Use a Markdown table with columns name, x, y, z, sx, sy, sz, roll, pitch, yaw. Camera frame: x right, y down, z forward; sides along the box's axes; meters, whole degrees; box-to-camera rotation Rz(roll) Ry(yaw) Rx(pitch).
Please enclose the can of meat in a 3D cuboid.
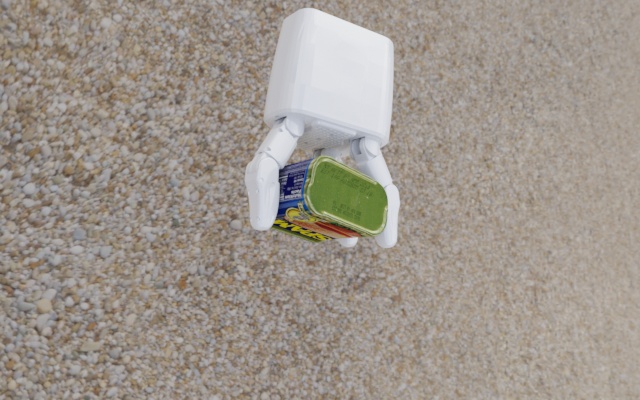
| name | x | y | z | sx | sy | sz | roll | pitch | yaw |
| --- | --- | --- | --- | --- | --- | --- | --- | --- | --- |
| can of meat | 0.000 | 0.001 | 0.438 | 0.102 | 0.057 | 0.084 | 22 | -21 | -37 |
